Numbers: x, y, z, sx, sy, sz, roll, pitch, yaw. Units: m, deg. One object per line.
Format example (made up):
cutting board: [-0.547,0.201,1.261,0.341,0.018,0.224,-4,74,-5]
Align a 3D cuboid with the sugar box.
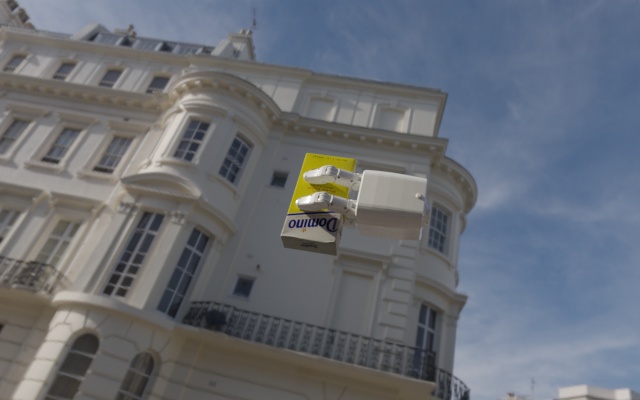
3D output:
sugar box: [0.000,0.002,0.814,0.093,0.176,0.048,7,-35,11]
